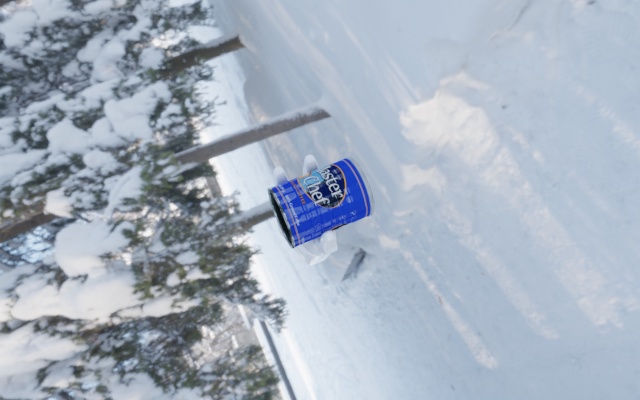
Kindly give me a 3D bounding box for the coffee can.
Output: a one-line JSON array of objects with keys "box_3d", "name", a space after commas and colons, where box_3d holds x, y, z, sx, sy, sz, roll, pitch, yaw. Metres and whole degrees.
[{"box_3d": [0.000, 0.002, 0.758, 0.140, 0.103, 0.103, -22, 5, -12], "name": "coffee can"}]
